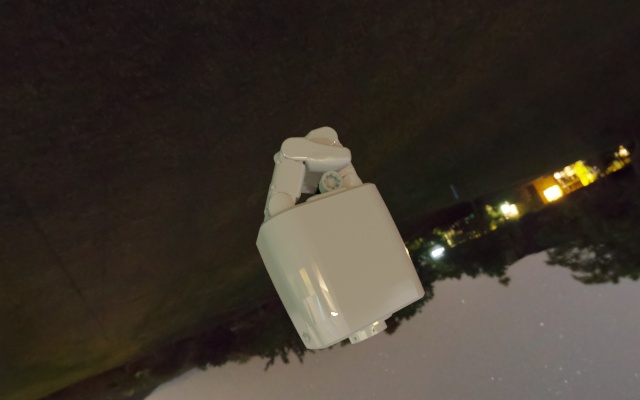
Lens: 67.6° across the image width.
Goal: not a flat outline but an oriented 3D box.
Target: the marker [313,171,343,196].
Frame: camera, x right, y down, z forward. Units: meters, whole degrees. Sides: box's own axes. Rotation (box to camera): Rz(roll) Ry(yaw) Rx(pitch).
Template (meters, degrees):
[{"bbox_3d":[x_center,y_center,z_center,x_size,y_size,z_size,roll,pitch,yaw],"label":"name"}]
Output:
[{"bbox_3d":[0.000,0.001,0.453,0.020,0.020,0.121,0,-17,-10],"label":"marker"}]
